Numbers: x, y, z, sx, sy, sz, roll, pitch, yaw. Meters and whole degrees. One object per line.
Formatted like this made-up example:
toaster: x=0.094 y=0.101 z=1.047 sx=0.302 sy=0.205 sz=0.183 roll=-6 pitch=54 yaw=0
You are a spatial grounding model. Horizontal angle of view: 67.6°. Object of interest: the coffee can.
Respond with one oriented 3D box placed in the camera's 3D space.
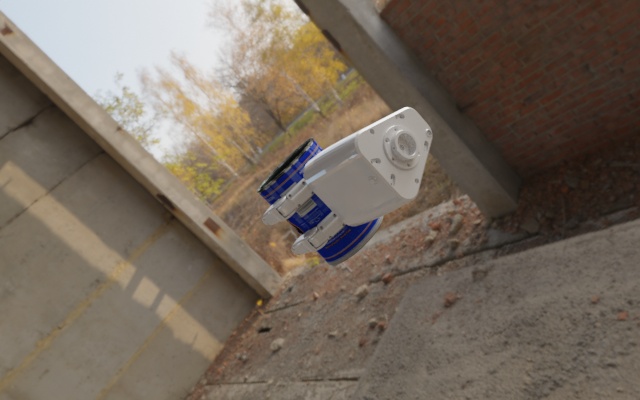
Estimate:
coffee can: x=0.000 y=0.002 z=0.639 sx=0.103 sy=0.140 sz=0.102 roll=-42 pitch=11 yaw=10
